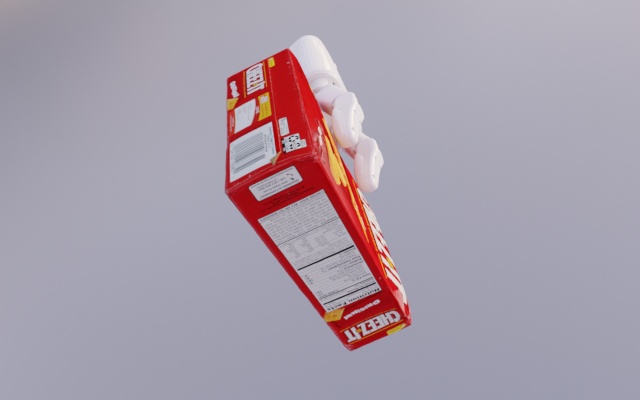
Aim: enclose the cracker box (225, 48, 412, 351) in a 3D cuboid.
[{"bbox_3d":[0.000,0.001,0.416,0.072,0.214,0.164,-24,39,9],"label":"cracker box"}]
